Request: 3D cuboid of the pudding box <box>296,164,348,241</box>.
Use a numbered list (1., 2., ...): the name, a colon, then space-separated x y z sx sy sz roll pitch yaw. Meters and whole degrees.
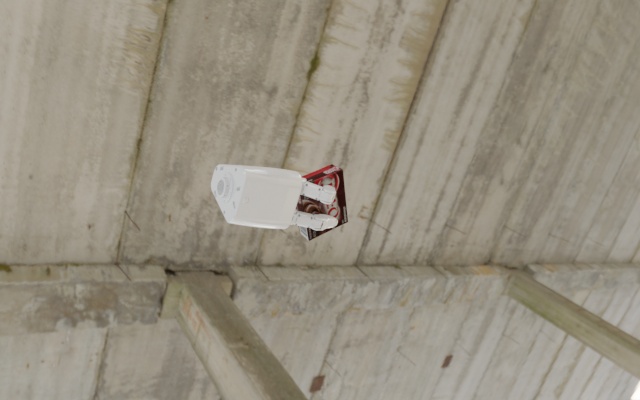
1. pudding box: 0.000 0.003 0.845 0.090 0.114 0.039 -24 35 -26
